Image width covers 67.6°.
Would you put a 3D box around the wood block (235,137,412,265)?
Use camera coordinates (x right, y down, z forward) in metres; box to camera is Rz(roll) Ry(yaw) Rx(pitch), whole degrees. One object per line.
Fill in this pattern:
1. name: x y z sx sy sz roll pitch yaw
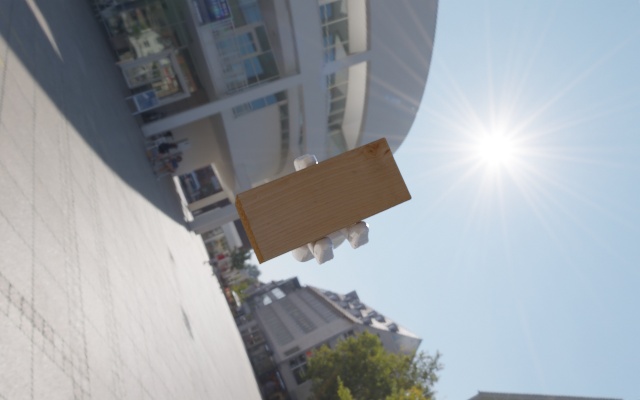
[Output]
1. wood block: 0.000 0.002 0.635 0.206 0.091 0.090 -23 -4 -14
